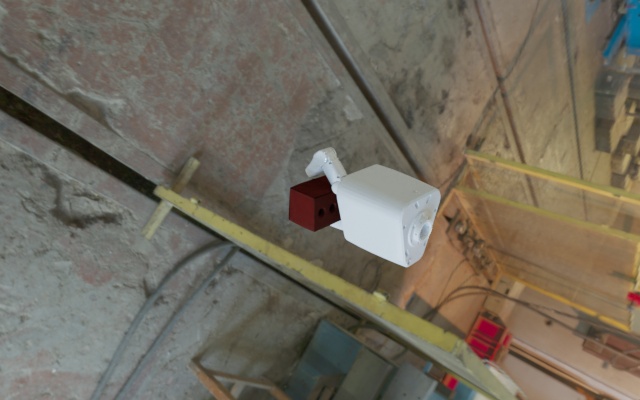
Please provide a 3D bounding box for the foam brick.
[{"bbox_3d":[0.000,0.002,0.682,0.078,0.053,0.051,-22,35,-40],"label":"foam brick"}]
